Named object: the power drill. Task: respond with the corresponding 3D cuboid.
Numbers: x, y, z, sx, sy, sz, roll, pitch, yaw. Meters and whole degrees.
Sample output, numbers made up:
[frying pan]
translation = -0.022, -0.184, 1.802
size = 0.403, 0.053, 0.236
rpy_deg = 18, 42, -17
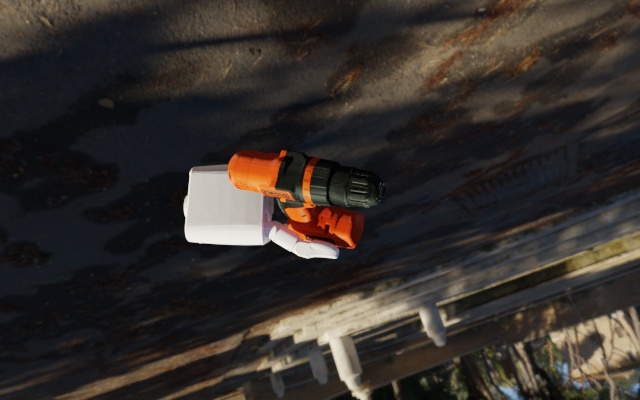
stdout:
[power drill]
translation = 0.000, 0.002, 0.592
size = 0.184, 0.057, 0.188
rpy_deg = 12, -21, 21
